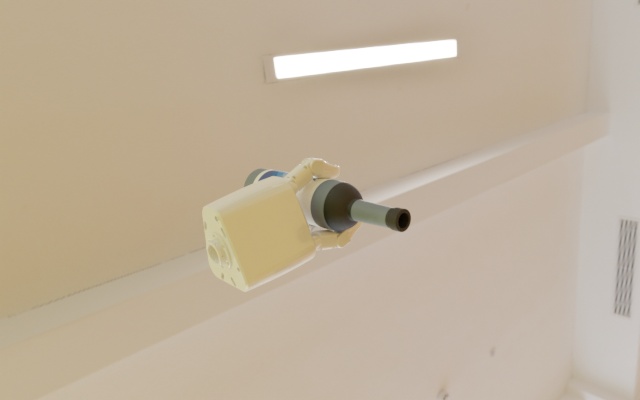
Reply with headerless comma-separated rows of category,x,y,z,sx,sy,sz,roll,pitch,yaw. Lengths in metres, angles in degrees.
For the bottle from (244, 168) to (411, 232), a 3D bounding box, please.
bottle,0.000,0.002,0.657,0.069,0.069,0.295,0,8,-41
